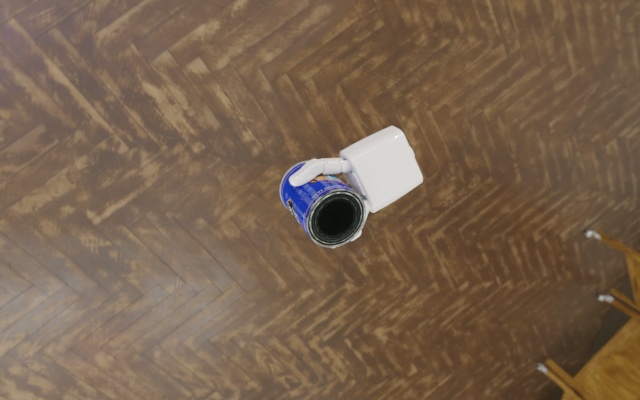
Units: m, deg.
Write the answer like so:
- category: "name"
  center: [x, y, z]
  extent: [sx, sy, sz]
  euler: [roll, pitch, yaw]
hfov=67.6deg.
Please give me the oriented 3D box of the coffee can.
- category: "coffee can"
  center: [0.000, 0.003, 0.811]
  extent: [0.103, 0.103, 0.140]
  euler: [0, 23, -24]
